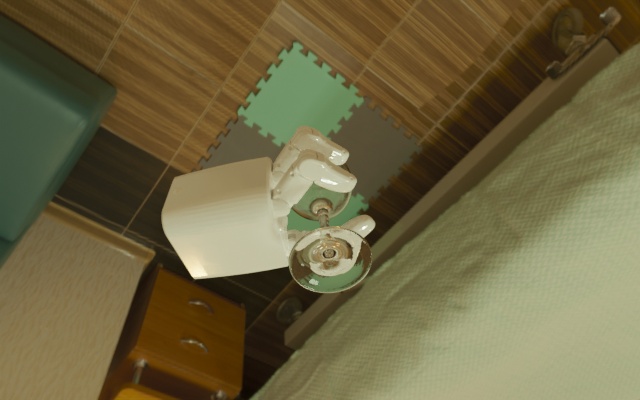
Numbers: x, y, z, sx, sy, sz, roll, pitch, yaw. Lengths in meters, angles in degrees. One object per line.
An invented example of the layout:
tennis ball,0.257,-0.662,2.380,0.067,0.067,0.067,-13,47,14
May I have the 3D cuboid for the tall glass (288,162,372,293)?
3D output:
tall glass,0.000,0.002,0.503,0.079,0.079,0.201,0,32,-5
